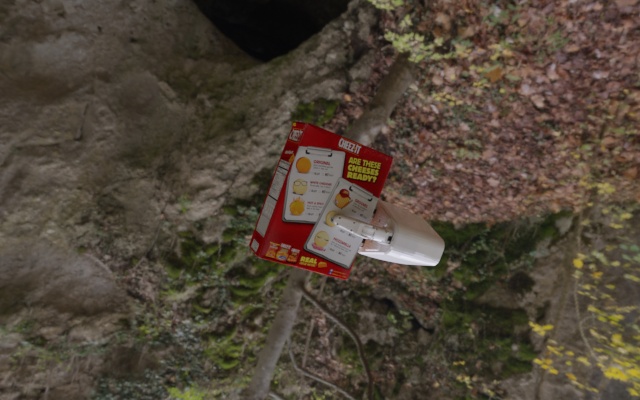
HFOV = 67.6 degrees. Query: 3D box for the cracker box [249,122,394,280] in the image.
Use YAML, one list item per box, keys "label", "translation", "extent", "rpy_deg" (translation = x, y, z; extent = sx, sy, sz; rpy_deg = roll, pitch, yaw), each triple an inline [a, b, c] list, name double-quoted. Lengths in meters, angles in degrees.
- label: "cracker box"
  translation: [0.000, 0.003, 0.759]
  extent: [0.164, 0.214, 0.072]
  rpy_deg: [18, 4, -27]
